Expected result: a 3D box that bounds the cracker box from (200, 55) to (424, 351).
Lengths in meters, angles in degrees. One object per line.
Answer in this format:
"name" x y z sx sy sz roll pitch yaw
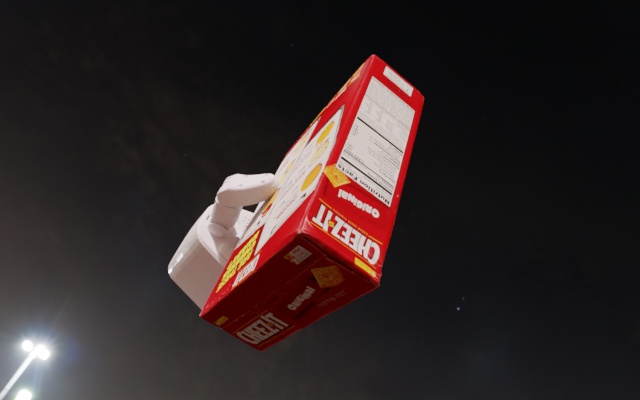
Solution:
"cracker box" 0.000 0.001 0.405 0.072 0.213 0.164 34 -43 -13
